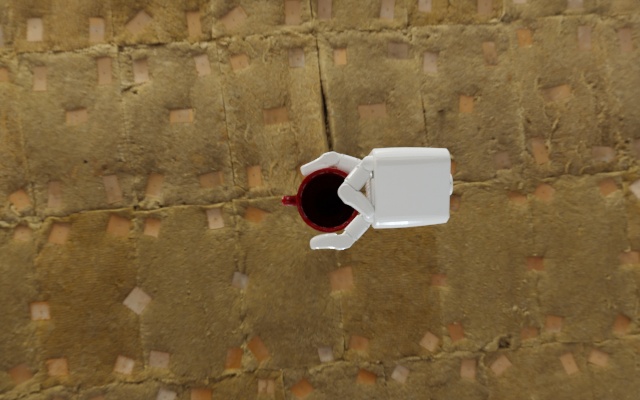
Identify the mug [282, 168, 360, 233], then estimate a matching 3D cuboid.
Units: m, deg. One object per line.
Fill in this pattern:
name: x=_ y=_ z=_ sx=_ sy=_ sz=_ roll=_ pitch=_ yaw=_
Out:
mug: x=-0.001 y=0.002 z=0.720 sx=0.117 sy=0.093 sz=0.081 roll=-2 pitch=-4 yaw=0
